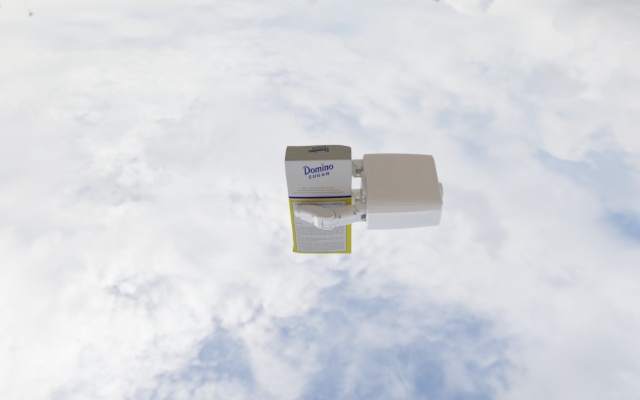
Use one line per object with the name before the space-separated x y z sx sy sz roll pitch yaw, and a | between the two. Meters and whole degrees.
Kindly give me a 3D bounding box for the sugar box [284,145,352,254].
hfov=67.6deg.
sugar box | 0.000 0.002 0.702 0.093 0.176 0.048 0 36 2
